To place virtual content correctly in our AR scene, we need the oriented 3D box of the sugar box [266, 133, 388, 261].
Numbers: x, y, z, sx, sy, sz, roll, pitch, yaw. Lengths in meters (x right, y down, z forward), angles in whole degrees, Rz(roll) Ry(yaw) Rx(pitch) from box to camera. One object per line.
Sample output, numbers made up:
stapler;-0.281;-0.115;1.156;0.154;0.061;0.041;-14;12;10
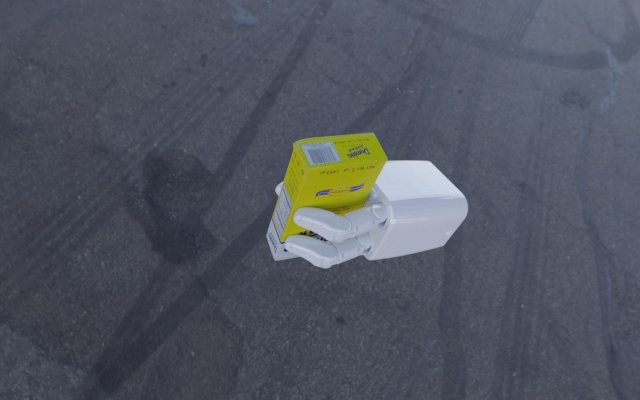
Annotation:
sugar box;0.000;0.002;0.542;0.093;0.048;0.176;-8;-36;-23
